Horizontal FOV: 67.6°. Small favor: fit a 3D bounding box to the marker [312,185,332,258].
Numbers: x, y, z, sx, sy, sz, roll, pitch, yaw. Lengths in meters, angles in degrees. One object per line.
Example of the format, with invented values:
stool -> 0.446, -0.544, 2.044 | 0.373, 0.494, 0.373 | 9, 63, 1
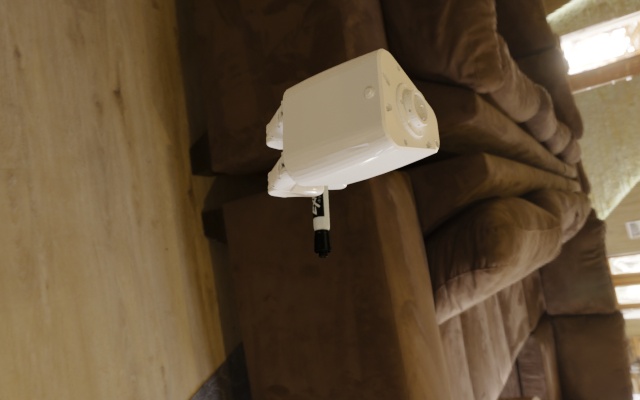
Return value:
marker -> 0.000, 0.002, 0.516 | 0.020, 0.121, 0.020 | -3, -18, -1
